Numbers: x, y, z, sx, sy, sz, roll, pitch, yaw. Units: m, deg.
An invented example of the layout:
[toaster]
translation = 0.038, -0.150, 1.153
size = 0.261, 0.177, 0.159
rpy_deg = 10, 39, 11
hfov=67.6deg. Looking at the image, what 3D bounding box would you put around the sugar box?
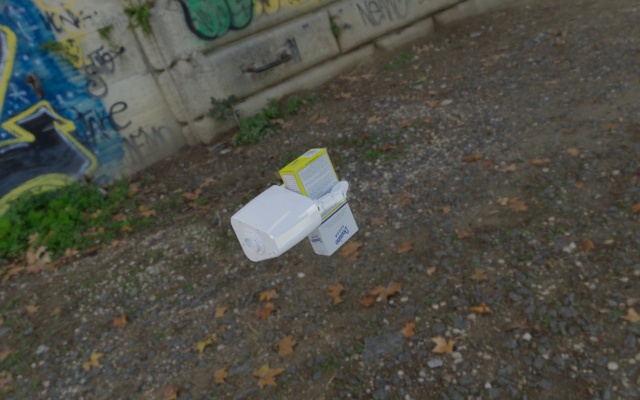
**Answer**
[sugar box]
translation = 0.000, 0.003, 0.870
size = 0.048, 0.176, 0.093
rpy_deg = 4, 32, 45
